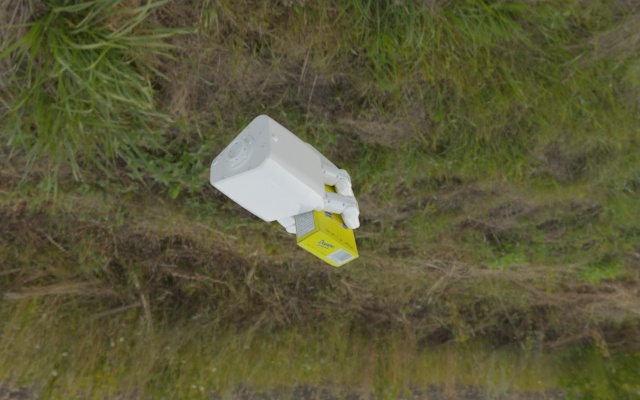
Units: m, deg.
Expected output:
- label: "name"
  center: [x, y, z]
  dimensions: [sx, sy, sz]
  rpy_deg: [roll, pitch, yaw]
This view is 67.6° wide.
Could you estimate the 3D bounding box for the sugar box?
- label: "sugar box"
  center: [0.000, 0.002, 0.703]
  dimensions: [0.048, 0.176, 0.093]
  rpy_deg: [-30, -43, 25]
